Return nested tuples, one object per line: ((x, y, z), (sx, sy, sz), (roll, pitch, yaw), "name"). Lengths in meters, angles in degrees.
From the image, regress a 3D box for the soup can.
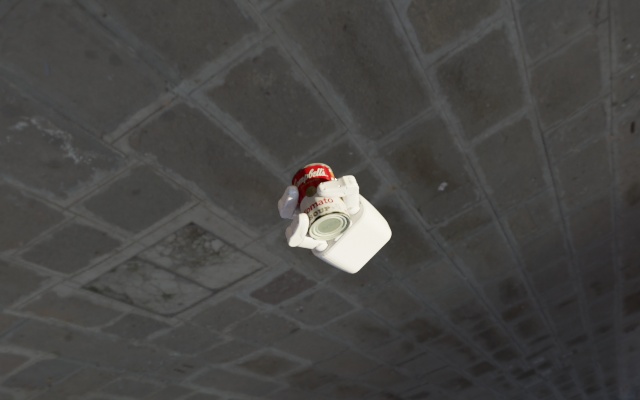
((0.000, 0.002, 0.734), (0.068, 0.102, 0.069), (-12, -38, -10), "soup can")
